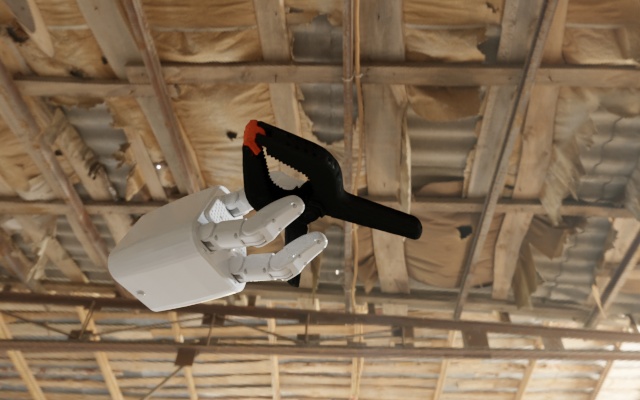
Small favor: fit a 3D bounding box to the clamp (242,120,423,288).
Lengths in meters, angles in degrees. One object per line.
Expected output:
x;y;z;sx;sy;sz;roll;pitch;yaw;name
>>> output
0.000;0.001;0.469;0.164;0.036;0.210;-20;-49;13;clamp
